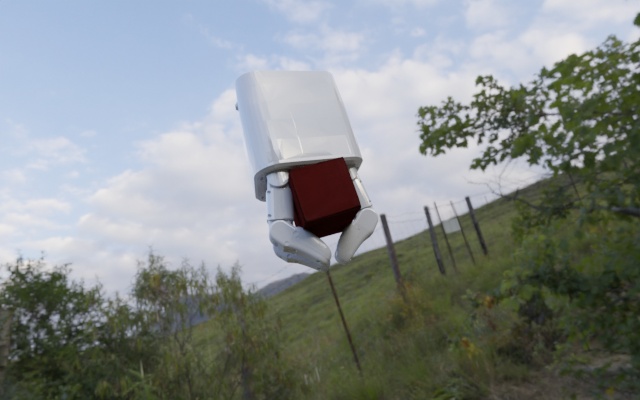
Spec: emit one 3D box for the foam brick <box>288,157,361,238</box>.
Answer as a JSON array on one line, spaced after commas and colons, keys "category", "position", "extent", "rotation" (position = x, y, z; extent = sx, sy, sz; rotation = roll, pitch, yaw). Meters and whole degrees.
[{"category": "foam brick", "position": [0.000, 0.001, 0.446], "extent": [0.053, 0.051, 0.078], "rotation": [-14, -16, -11]}]
